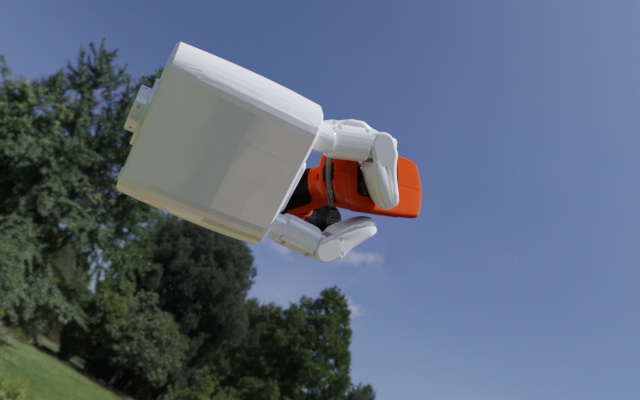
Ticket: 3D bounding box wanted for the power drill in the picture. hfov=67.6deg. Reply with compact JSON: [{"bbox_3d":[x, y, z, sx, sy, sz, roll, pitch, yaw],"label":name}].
[{"bbox_3d":[0.000,0.001,0.465,0.184,0.057,0.188,9,-17,-43],"label":"power drill"}]
